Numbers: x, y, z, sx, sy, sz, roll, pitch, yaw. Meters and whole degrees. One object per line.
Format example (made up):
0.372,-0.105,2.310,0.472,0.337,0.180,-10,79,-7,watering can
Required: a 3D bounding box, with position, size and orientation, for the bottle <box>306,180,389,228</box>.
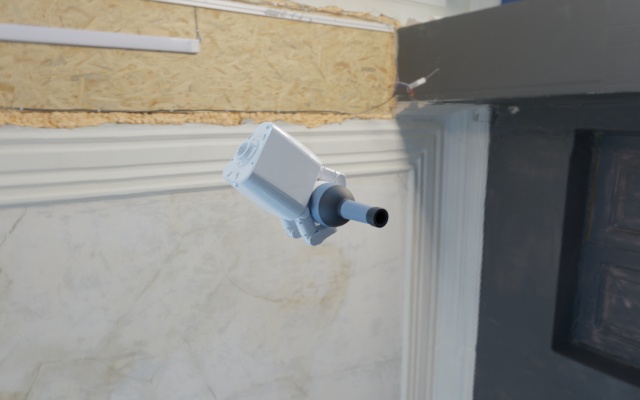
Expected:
0.000,0.002,0.754,0.069,0.069,0.295,0,8,-34,bottle
